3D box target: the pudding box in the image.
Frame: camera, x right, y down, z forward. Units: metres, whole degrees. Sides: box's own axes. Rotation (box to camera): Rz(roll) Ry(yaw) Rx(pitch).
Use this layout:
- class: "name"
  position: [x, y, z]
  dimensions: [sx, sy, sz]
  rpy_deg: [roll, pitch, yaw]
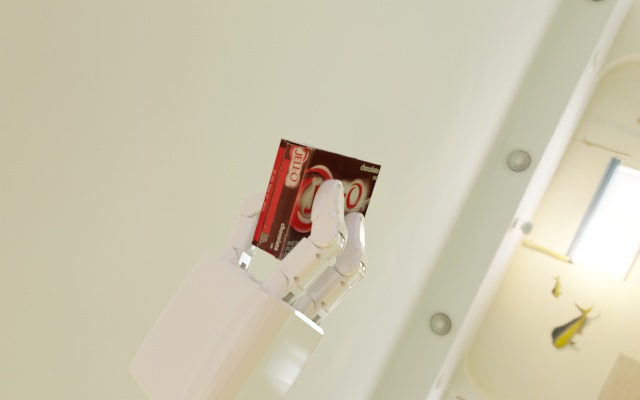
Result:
- class: "pudding box"
  position: [0.000, 0.001, 0.408]
  dimensions: [0.039, 0.090, 0.113]
  rpy_deg: [23, 10, 31]
